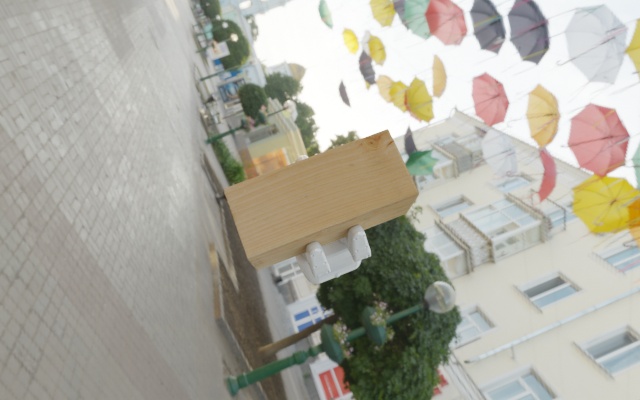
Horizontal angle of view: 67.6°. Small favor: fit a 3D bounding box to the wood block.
[{"bbox_3d":[0.000,0.002,0.583,0.206,0.090,0.090,-21,-16,-6],"label":"wood block"}]
